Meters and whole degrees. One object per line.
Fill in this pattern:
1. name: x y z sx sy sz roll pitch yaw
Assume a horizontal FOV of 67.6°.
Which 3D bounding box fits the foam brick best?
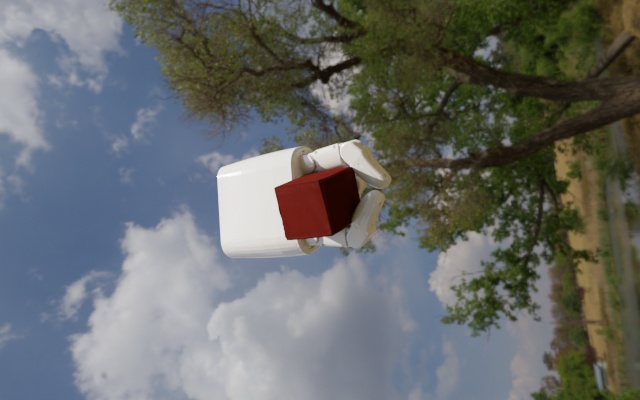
1. foam brick: 0.000 0.001 0.461 0.051 0.053 0.078 -7 9 28
